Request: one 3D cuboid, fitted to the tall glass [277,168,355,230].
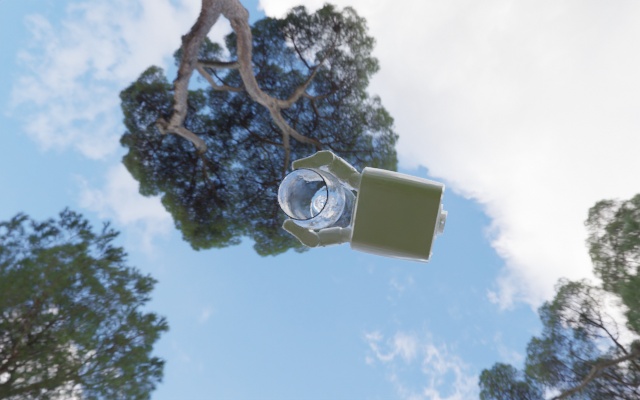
[{"bbox_3d":[0.000,0.002,0.645,0.079,0.079,0.201,0,-5,13],"label":"tall glass"}]
